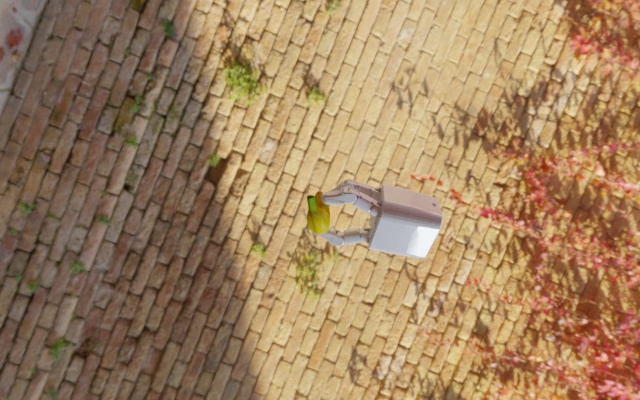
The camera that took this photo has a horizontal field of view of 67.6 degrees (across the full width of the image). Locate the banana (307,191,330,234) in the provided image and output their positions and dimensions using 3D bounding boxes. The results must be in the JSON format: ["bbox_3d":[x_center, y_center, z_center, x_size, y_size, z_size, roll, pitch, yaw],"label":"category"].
[{"bbox_3d":[-0.001,0.022,0.829,0.037,0.069,0.198,3,3,2],"label":"banana"}]
